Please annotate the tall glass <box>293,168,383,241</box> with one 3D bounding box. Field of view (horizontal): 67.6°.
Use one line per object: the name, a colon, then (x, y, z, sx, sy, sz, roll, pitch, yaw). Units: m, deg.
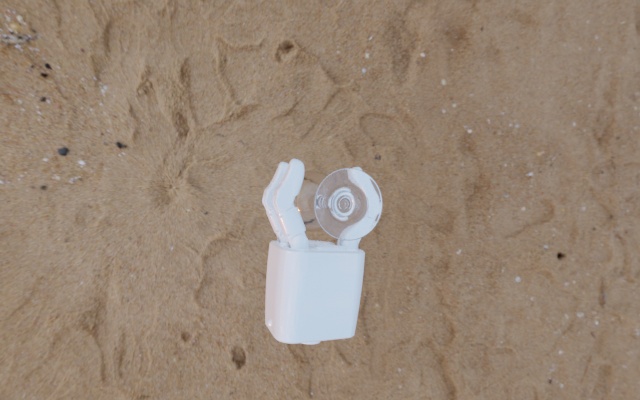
tall glass: (0.000, 0.002, 0.579, 0.079, 0.079, 0.201, 0, 2, -17)
